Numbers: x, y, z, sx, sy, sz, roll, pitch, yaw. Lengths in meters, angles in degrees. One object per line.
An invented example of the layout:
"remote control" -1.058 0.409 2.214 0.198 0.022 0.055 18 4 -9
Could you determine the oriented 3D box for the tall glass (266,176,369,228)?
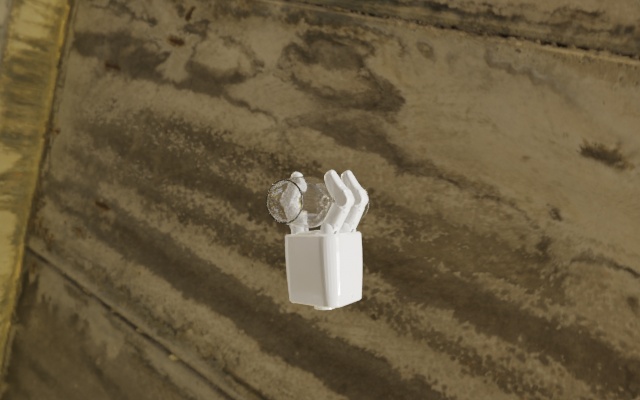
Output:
"tall glass" 0.000 0.002 0.744 0.079 0.079 0.201 0 -1 31
